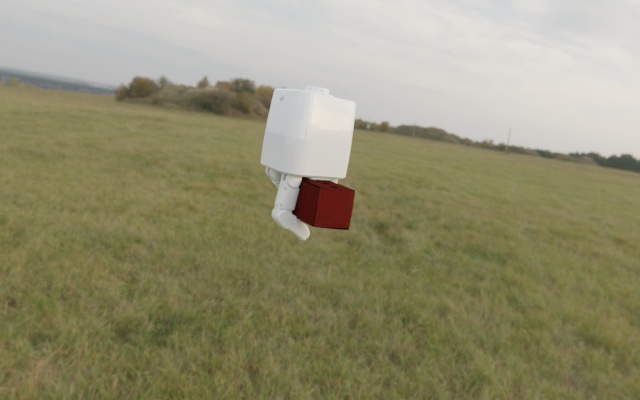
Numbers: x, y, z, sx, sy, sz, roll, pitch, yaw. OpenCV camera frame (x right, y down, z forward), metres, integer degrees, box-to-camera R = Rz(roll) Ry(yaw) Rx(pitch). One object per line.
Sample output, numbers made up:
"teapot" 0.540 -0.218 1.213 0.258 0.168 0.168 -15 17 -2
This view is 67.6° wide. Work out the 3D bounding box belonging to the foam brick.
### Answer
"foam brick" 0.000 0.002 0.612 0.053 0.051 0.078 6 10 -30
